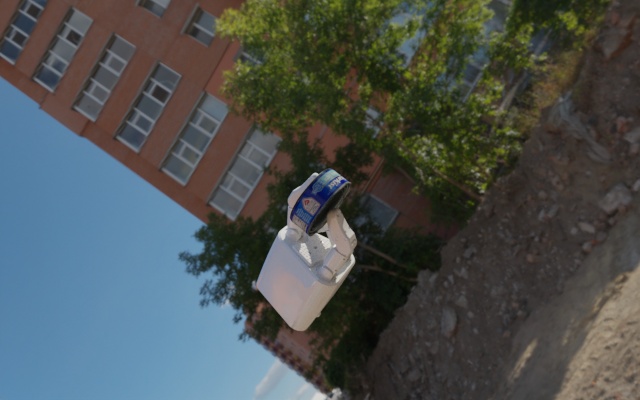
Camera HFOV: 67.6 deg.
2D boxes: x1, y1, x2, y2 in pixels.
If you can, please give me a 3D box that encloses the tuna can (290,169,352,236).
[{"bbox_3d":[0.000,0.002,0.604,0.033,0.086,0.086,38,9,11],"label":"tuna can"}]
